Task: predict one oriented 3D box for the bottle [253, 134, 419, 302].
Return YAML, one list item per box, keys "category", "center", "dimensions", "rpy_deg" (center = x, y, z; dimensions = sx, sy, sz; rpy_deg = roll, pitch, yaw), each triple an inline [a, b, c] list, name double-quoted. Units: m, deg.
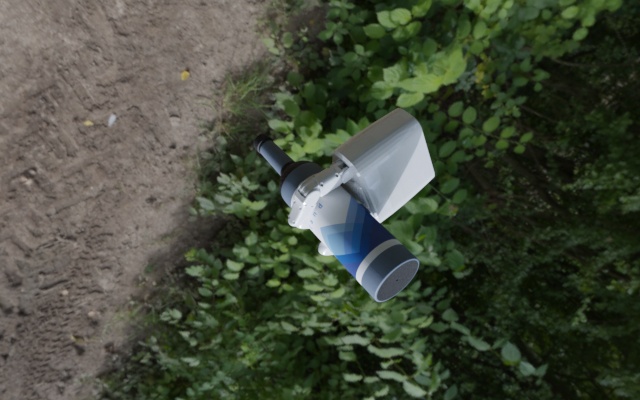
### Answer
- category: "bottle"
  center: [0.000, 0.002, 0.615]
  dimensions: [0.069, 0.069, 0.295]
  rpy_deg: [0, 37, -47]
